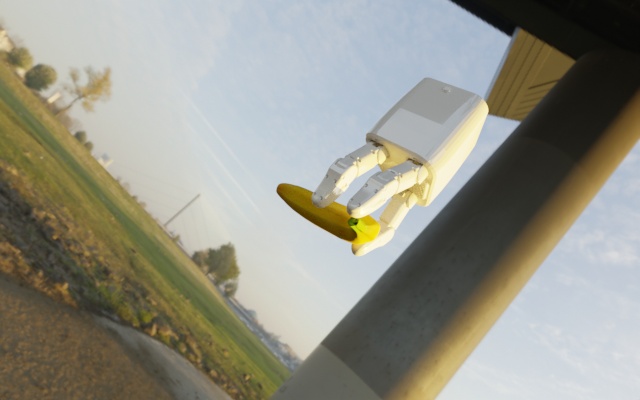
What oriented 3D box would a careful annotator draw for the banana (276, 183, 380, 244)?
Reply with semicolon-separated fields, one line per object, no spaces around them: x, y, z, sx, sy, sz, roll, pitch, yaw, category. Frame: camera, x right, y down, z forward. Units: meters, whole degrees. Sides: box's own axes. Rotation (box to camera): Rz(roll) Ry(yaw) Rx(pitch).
0.013;0.014;0.559;0.070;0.037;0.197;47;-14;-28;banana
